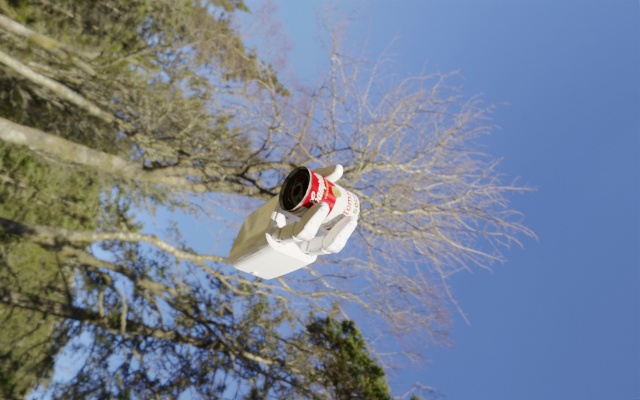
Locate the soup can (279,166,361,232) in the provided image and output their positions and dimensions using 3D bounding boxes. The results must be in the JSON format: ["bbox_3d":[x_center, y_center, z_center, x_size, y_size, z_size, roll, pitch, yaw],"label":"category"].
[{"bbox_3d":[0.001,0.002,0.690,0.102,0.068,0.068,27,-17,-35],"label":"soup can"}]
